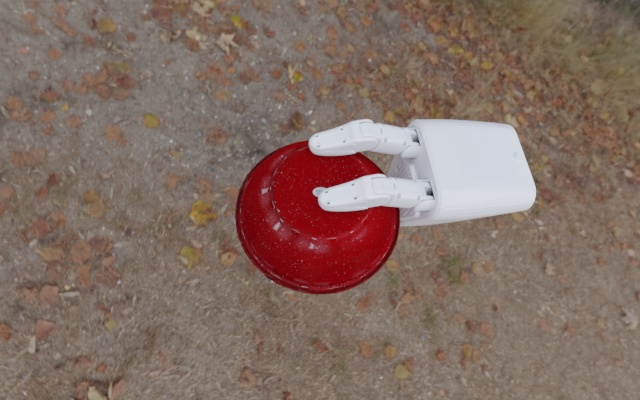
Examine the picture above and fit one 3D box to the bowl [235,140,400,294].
[{"bbox_3d":[-0.001,0.002,0.442,0.162,0.162,0.055,0,-23,-5],"label":"bowl"}]
